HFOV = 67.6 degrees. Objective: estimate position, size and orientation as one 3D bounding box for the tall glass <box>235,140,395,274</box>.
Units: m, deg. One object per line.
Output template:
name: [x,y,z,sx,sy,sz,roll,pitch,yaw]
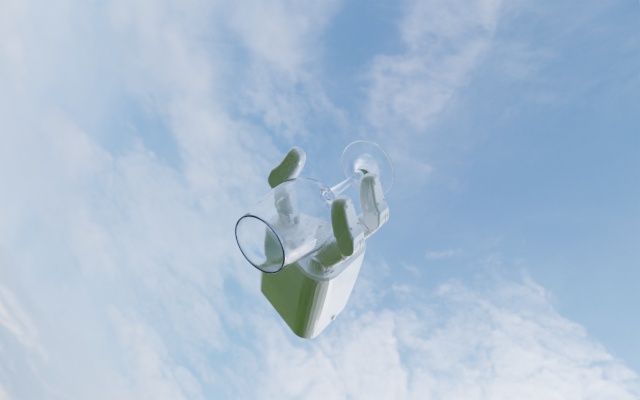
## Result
tall glass: [0.000,0.001,0.513,0.079,0.079,0.201,0,23,39]
